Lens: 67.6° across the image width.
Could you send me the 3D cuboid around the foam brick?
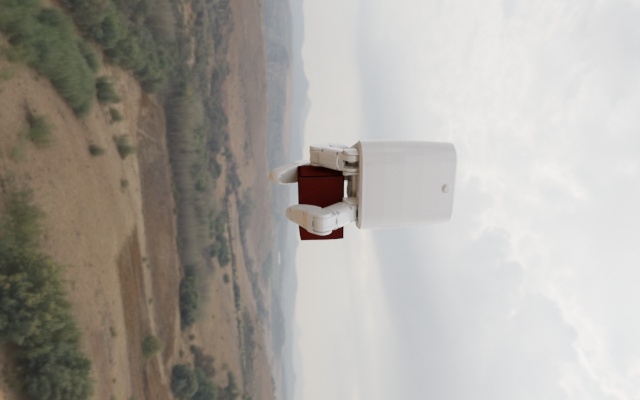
[{"bbox_3d":[0.000,0.002,0.553,0.051,0.078,0.053,-2,18,-4],"label":"foam brick"}]
